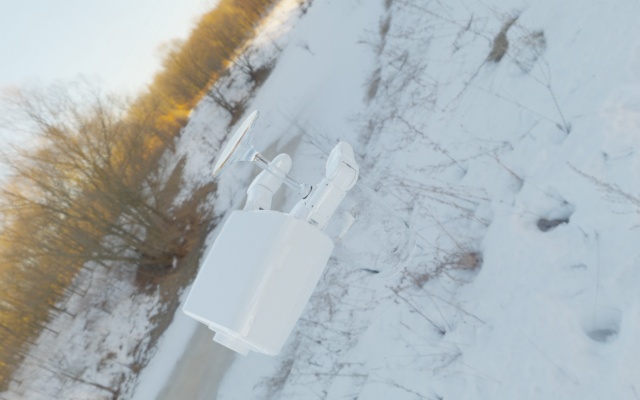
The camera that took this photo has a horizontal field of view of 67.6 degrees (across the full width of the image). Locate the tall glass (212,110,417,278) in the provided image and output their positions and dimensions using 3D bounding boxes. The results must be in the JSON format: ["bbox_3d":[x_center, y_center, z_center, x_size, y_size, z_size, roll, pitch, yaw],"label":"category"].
[{"bbox_3d":[0.000,0.001,0.463,0.201,0.079,0.079,34,-12,-19],"label":"tall glass"}]
